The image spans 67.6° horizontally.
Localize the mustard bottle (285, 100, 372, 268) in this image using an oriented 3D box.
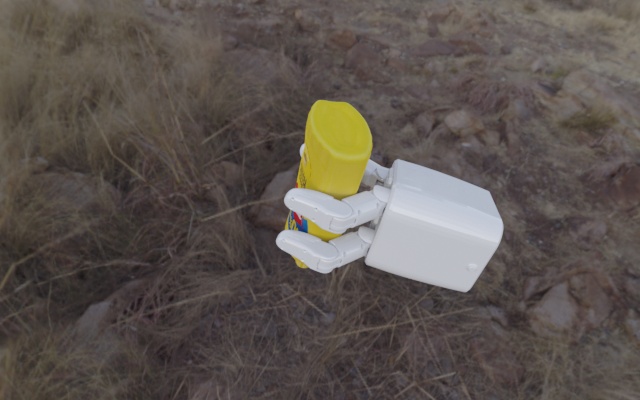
[{"bbox_3d":[0.000,0.001,0.491,0.058,0.192,0.096,1,42,-15],"label":"mustard bottle"}]
